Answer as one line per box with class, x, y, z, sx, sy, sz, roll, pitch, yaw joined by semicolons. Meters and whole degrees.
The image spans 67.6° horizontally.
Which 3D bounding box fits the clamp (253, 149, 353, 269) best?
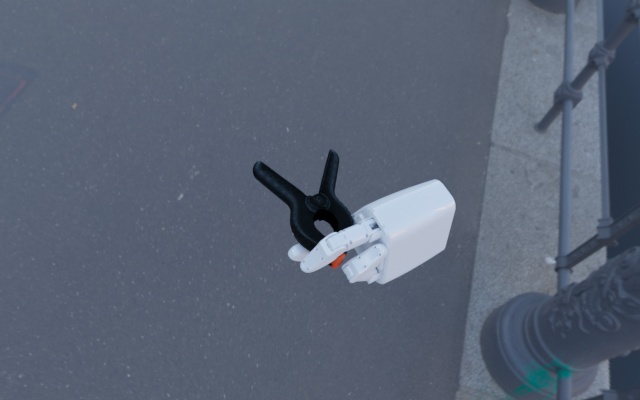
clamp;0.000;0.002;0.610;0.120;0.171;0.039;-23;-24;-20
